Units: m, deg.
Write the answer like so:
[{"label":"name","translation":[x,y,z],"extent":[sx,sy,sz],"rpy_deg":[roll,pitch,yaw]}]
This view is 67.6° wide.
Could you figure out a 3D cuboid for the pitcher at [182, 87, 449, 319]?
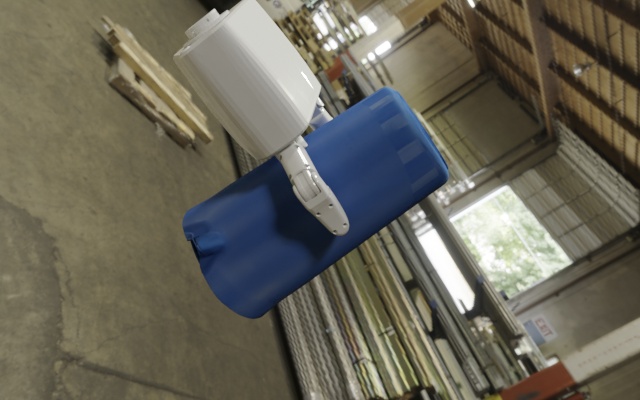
[{"label":"pitcher","translation":[0.000,0.001,0.480],"extent":[0.243,0.145,0.149],"rpy_deg":[-34,25,12]}]
